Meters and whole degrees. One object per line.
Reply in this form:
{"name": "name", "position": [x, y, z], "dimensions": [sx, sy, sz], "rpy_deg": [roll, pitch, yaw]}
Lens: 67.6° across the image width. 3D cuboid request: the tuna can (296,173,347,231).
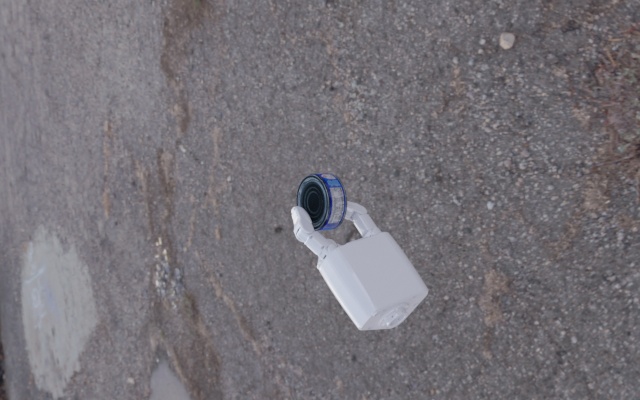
{"name": "tuna can", "position": [0.000, 0.002, 0.710], "dimensions": [0.034, 0.086, 0.086], "rpy_deg": [-3, 2, -36]}
